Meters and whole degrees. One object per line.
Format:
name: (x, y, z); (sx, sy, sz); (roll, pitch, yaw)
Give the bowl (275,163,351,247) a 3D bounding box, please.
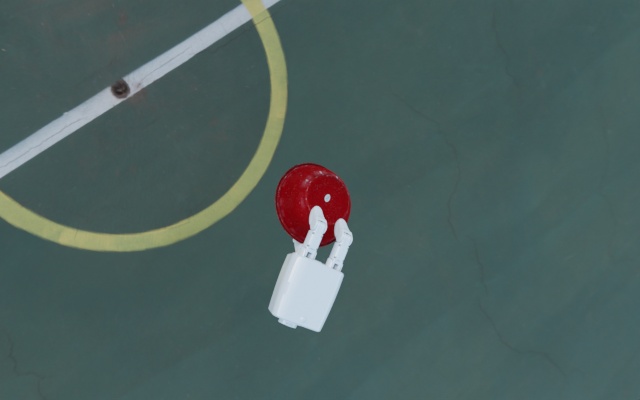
bowl: (0.000, 0.001, 0.879); (0.162, 0.162, 0.055); (0, -11, -32)
